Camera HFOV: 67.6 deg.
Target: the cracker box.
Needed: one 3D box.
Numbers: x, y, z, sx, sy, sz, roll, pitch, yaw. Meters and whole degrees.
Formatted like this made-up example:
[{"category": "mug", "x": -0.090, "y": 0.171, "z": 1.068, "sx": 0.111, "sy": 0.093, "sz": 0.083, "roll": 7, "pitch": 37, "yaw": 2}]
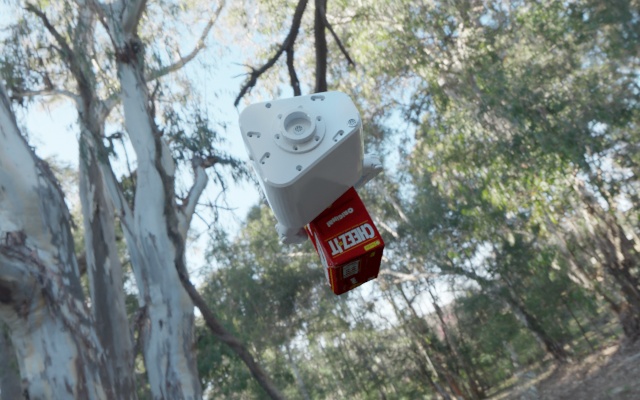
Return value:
[{"category": "cracker box", "x": 0.000, "y": 0.002, "z": 0.616, "sx": 0.072, "sy": 0.213, "sz": 0.164, "roll": -24, "pitch": -21, "yaw": -6}]
